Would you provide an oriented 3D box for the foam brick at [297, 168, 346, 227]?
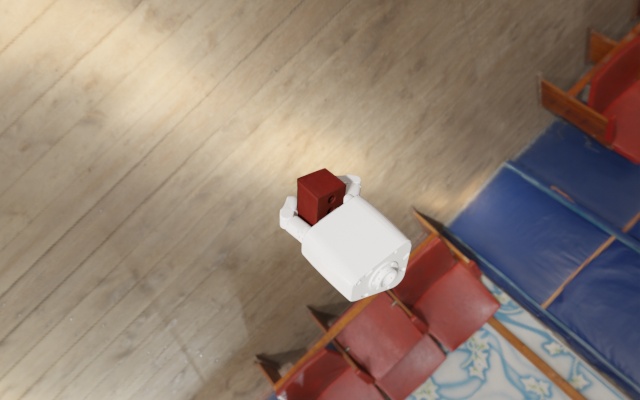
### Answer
[{"bbox_3d":[0.000,0.002,0.696,0.053,0.078,0.051,-25,48,-29],"label":"foam brick"}]
